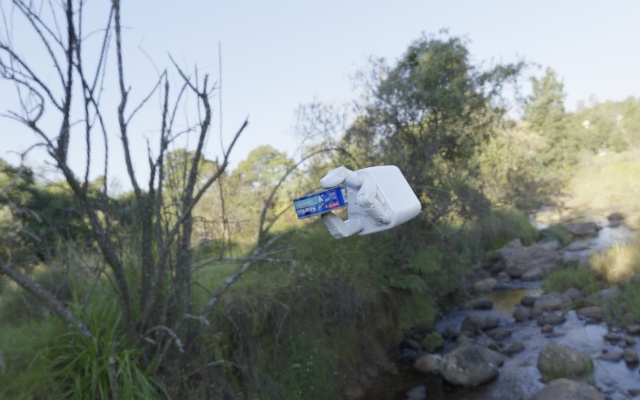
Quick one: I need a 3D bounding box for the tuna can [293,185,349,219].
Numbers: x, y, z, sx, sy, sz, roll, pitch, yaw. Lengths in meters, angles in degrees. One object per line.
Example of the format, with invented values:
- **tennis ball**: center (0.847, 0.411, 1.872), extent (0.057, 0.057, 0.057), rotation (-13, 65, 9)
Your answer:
- **tuna can**: center (0.000, 0.002, 0.767), extent (0.086, 0.034, 0.086), rotation (-16, 2, 1)
